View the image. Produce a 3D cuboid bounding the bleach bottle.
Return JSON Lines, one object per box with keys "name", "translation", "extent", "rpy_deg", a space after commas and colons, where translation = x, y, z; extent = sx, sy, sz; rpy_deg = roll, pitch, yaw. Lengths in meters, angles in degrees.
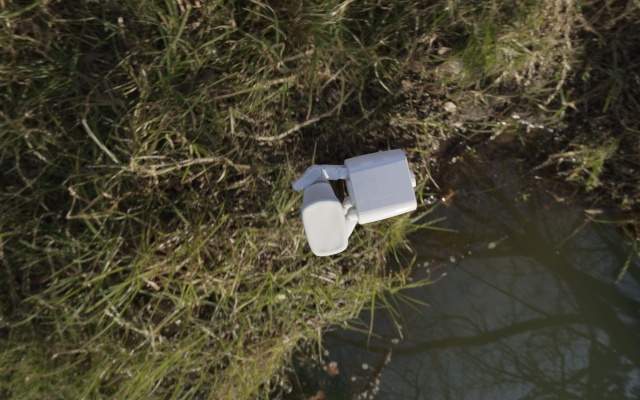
{"name": "bleach bottle", "translation": [0.000, 0.003, 0.869], "extent": [0.068, 0.103, 0.250], "rpy_deg": [-13, 20, 1]}
